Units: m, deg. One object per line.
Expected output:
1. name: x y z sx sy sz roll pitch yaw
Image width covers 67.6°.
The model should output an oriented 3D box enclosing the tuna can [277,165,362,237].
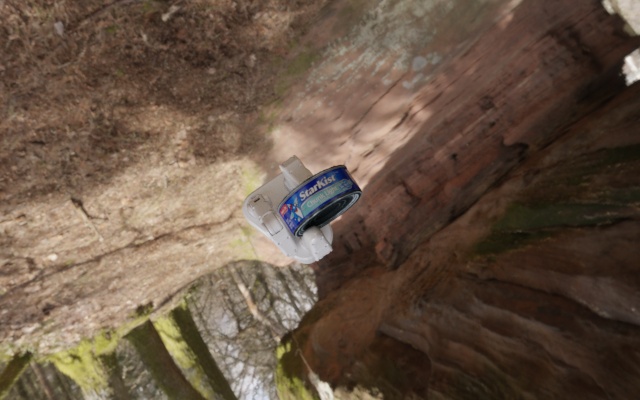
1. tuna can: 0.000 0.002 0.495 0.086 0.033 0.086 -32 -13 -8
